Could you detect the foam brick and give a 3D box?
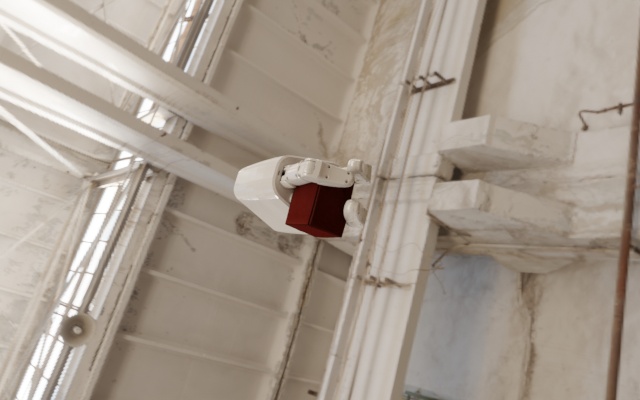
[{"bbox_3d":[0.000,0.002,0.577,0.053,0.078,0.051,25,-19,-34],"label":"foam brick"}]
